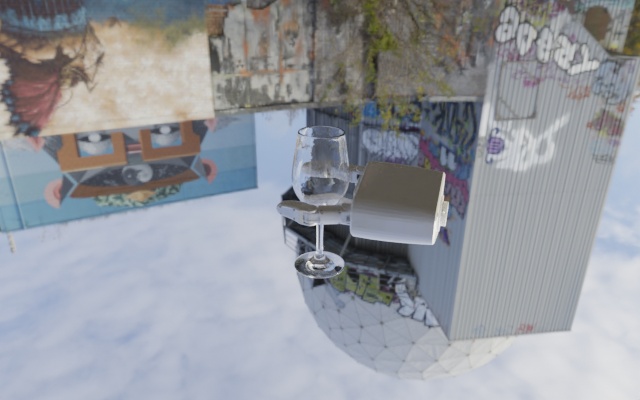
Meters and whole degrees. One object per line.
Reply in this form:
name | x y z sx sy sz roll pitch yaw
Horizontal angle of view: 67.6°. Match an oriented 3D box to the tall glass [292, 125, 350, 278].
tall glass | 0.000 0.003 0.656 0.079 0.201 0.079 0 23 0
